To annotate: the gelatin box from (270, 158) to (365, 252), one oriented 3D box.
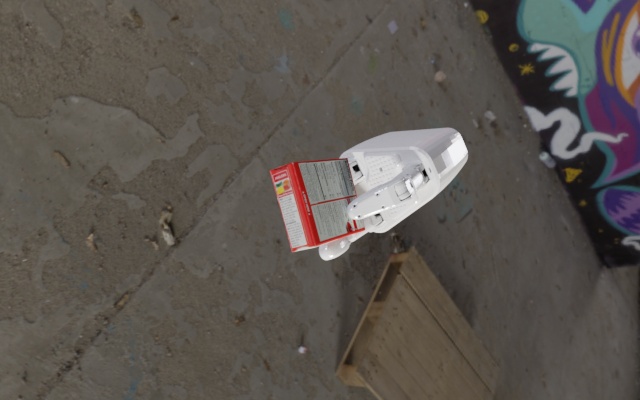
[{"bbox_3d":[0.000,0.001,0.432,0.030,0.073,0.089,-17,-3,35],"label":"gelatin box"}]
